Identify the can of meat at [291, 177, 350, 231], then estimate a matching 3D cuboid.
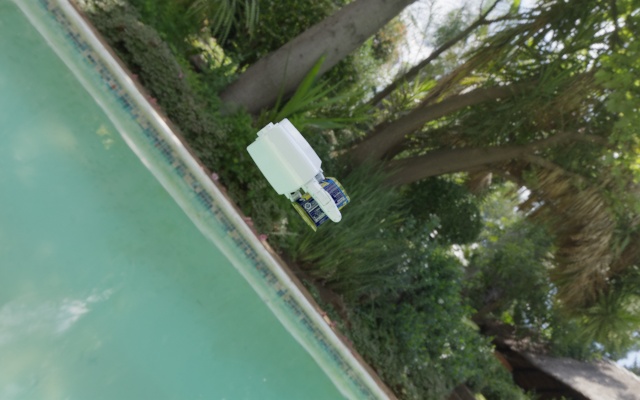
[{"bbox_3d":[0.000,0.003,0.857,0.084,0.057,0.102,-38,9,-5],"label":"can of meat"}]
